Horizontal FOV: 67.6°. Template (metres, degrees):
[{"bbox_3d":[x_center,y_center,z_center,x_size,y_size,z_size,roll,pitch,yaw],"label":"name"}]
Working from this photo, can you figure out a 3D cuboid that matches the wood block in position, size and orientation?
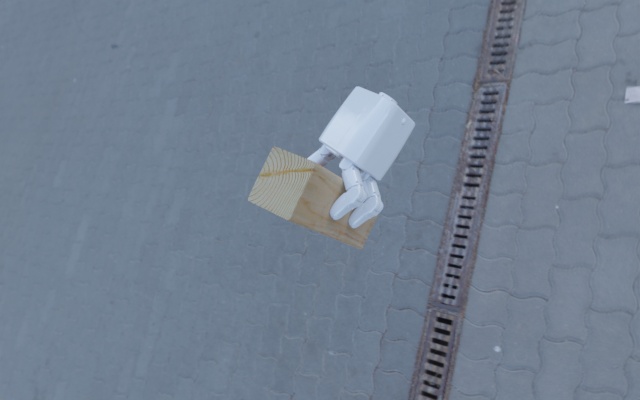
[{"bbox_3d":[0.000,0.002,0.745,0.091,0.090,0.206,24,-1,38],"label":"wood block"}]
